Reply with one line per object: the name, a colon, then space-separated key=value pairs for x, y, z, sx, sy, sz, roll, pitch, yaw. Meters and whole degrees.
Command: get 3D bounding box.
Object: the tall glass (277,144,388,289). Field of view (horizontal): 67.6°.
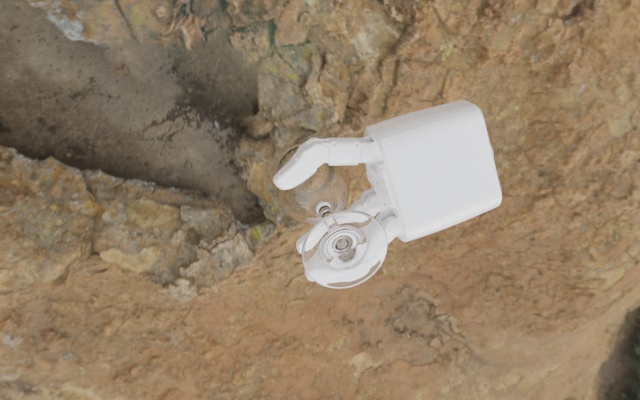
tall glass: x=0.000 y=0.002 z=0.484 sx=0.079 sy=0.079 sz=0.201 roll=0 pitch=24 yaw=-14
